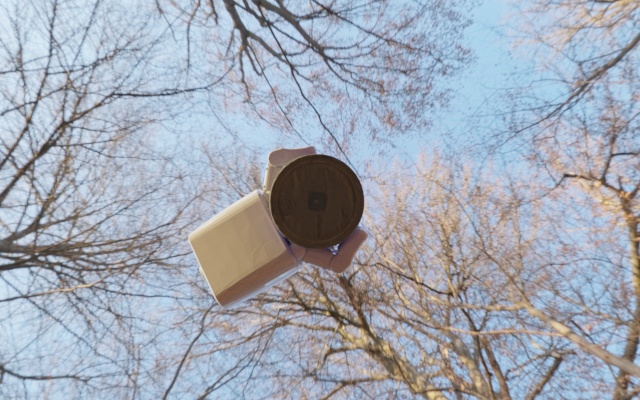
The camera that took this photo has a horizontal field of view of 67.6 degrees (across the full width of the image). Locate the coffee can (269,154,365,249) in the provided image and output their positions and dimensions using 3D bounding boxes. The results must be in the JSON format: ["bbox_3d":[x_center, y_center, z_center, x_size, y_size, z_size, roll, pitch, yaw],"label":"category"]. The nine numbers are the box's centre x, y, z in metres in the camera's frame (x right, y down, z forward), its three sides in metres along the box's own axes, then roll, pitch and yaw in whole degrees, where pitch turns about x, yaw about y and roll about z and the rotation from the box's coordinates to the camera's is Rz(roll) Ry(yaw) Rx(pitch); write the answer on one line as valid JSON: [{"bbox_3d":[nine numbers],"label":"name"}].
[{"bbox_3d":[0.000,0.002,0.579,0.103,0.103,0.140,0,-1,4],"label":"coffee can"}]
